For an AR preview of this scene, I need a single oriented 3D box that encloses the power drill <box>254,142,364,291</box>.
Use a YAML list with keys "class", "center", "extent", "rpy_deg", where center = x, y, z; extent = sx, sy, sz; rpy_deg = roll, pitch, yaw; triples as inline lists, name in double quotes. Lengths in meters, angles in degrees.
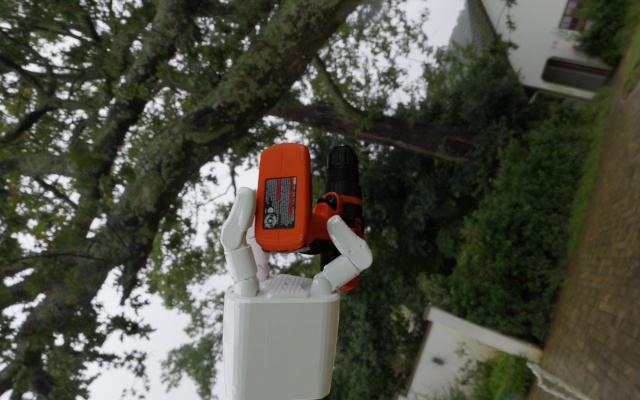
- class: "power drill"
  center: [0.000, 0.002, 0.532]
  extent: [0.057, 0.184, 0.188]
  rpy_deg: [-7, -17, 24]
